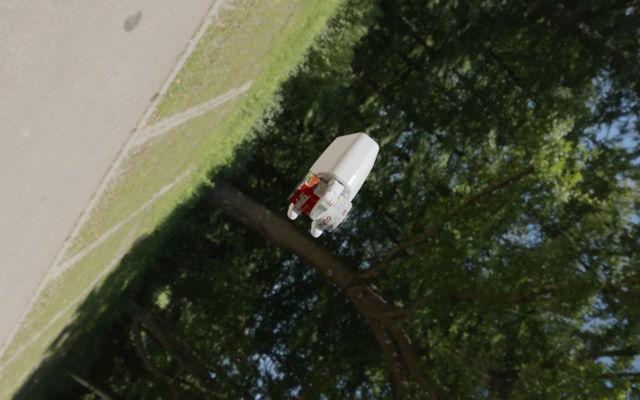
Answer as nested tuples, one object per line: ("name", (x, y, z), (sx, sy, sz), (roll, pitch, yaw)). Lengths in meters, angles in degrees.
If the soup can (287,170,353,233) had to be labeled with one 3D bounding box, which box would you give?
("soup can", (0.000, 0.003, 0.868), (0.102, 0.068, 0.068), (38, -6, -7))
